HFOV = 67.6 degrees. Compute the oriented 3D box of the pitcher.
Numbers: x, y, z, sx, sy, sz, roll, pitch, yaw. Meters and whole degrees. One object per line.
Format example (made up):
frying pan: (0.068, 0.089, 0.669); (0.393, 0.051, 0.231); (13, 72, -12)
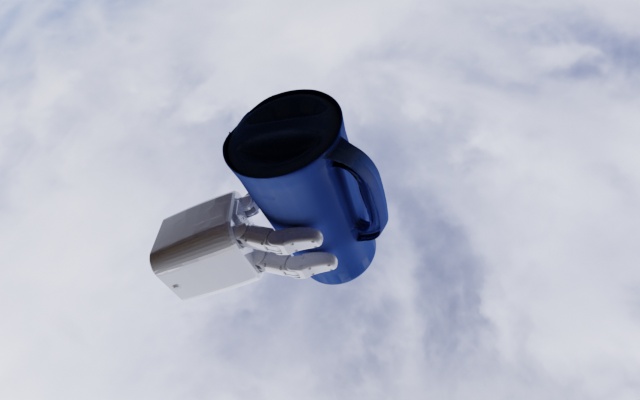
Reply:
pitcher: (0.000, 0.002, 0.572); (0.145, 0.149, 0.243); (-20, -44, 5)
